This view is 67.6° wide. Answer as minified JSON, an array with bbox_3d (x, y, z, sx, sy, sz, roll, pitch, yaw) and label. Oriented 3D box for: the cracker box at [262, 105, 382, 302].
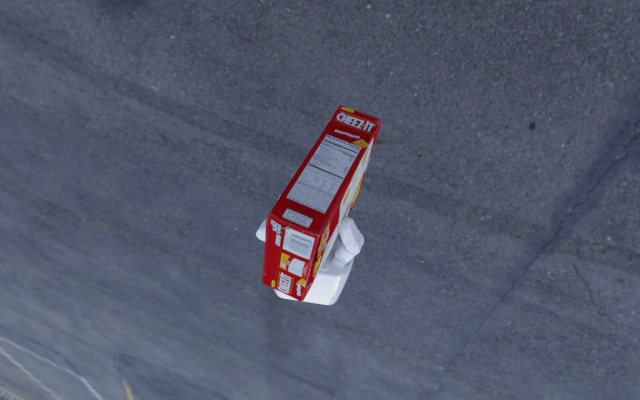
[{"bbox_3d":[0.000,0.002,0.638,0.072,0.213,0.164,23,-38,8],"label":"cracker box"}]
